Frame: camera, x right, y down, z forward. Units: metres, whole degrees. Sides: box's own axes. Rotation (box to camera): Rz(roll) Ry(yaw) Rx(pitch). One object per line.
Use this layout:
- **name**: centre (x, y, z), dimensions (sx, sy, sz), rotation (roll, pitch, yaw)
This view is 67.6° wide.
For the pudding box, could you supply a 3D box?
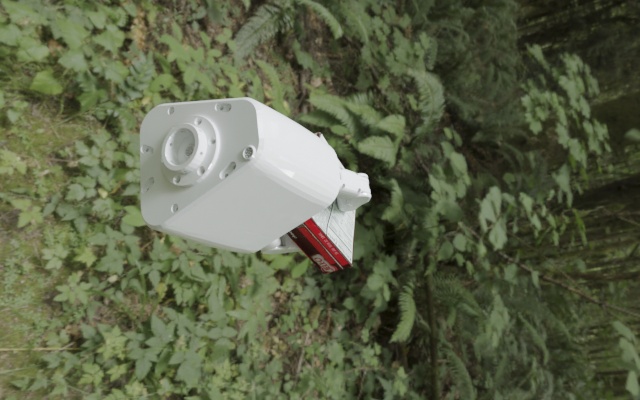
- **pudding box**: centre (0.000, 0.001, 0.472), dimensions (0.039, 0.113, 0.090), rotation (-15, -47, 26)
